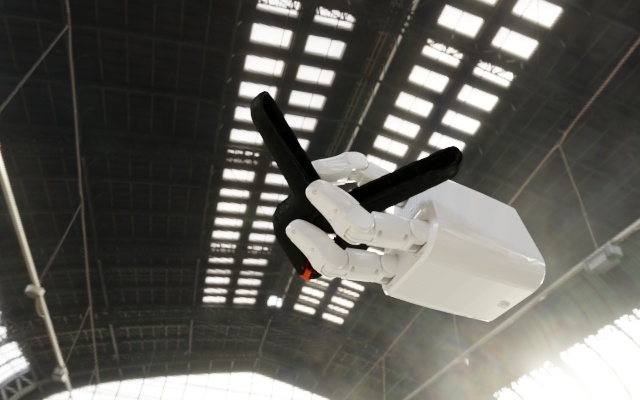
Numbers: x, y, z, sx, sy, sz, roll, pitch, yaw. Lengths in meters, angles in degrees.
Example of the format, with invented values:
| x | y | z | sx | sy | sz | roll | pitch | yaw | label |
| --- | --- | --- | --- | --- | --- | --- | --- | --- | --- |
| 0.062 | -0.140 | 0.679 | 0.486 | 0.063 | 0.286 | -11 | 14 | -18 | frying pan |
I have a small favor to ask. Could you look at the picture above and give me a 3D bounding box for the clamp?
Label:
| x | y | z | sx | sy | sz | roll | pitch | yaw | label |
| --- | --- | --- | --- | --- | --- | --- | --- | --- | --- |
| 0.000 | 0.001 | 0.421 | 0.164 | 0.036 | 0.210 | 21 | -43 | -7 | clamp |
